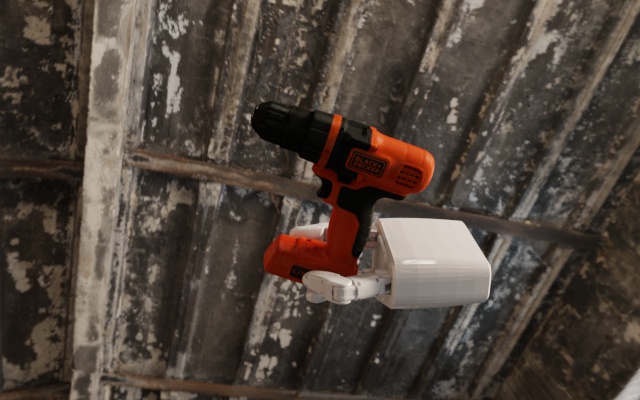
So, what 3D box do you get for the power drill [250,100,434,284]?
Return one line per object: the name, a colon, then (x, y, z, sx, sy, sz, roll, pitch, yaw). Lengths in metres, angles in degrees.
power drill: (0.000, 0.002, 0.497, 0.184, 0.188, 0.057, 19, 31, -4)
